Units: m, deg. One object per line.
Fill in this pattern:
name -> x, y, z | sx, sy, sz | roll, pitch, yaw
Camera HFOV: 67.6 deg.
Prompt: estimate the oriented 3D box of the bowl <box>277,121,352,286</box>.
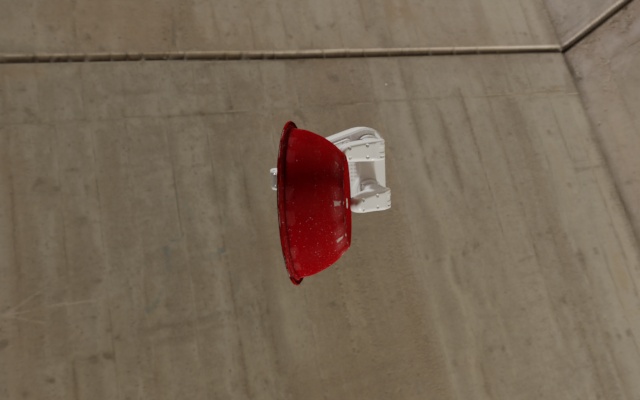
bowl -> 0.000, 0.002, 0.469 | 0.055, 0.162, 0.162 | -2, 0, 8
